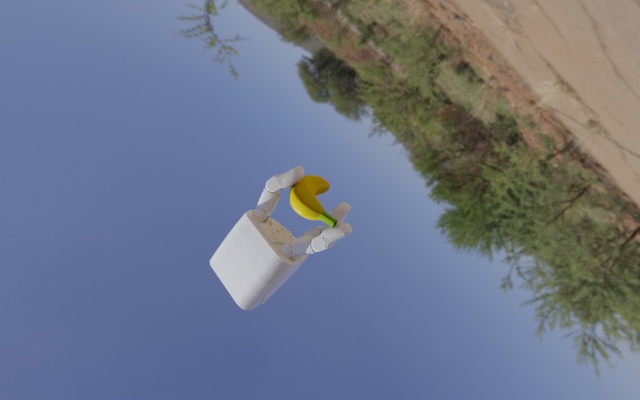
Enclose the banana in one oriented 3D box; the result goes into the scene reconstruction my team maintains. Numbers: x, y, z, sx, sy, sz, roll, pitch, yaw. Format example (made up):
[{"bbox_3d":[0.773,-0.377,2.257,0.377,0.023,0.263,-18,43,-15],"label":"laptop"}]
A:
[{"bbox_3d":[-0.015,-0.007,0.729,0.069,0.037,0.197,35,15,-12],"label":"banana"}]
